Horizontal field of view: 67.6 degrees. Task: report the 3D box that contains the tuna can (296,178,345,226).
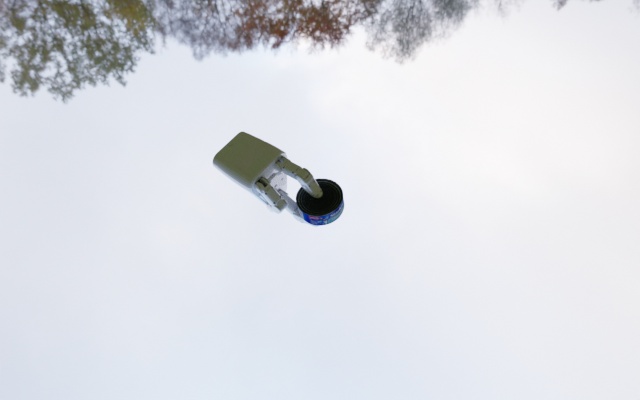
[{"bbox_3d":[0.000,0.003,0.860,0.086,0.086,0.034,0,-38,10],"label":"tuna can"}]
